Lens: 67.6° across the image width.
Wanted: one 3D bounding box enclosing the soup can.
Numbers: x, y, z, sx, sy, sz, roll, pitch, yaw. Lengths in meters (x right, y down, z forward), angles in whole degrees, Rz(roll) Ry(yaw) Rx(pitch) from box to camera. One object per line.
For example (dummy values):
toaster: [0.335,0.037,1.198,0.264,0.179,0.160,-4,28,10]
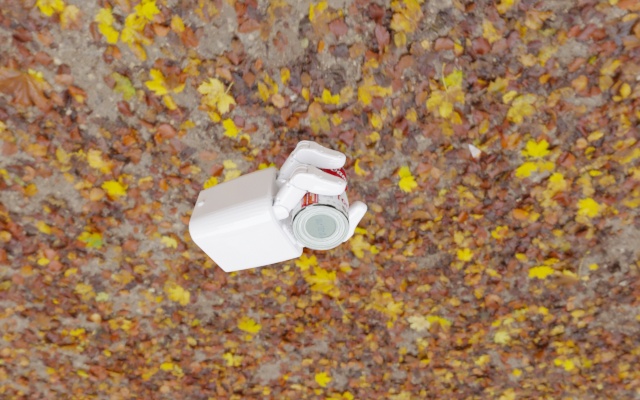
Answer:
soup can: [0.001,0.002,0.578,0.068,0.069,0.102,0,36,0]
